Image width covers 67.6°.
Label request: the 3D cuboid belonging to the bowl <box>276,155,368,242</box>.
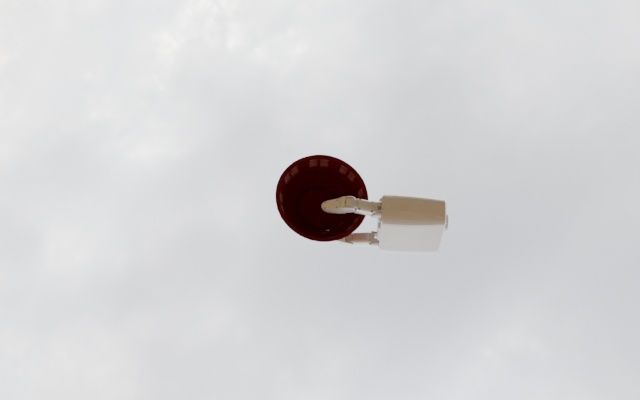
[{"bbox_3d":[-0.001,0.002,0.841,0.162,0.162,0.055,0,-22,-8],"label":"bowl"}]
